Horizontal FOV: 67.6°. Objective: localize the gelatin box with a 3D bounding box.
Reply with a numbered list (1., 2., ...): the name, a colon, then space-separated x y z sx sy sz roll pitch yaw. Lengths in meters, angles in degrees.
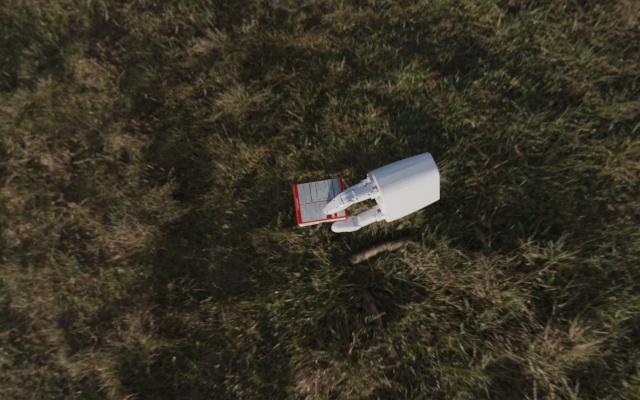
1. gelatin box: 0.000 0.003 0.845 0.089 0.073 0.030 -9 -11 2
